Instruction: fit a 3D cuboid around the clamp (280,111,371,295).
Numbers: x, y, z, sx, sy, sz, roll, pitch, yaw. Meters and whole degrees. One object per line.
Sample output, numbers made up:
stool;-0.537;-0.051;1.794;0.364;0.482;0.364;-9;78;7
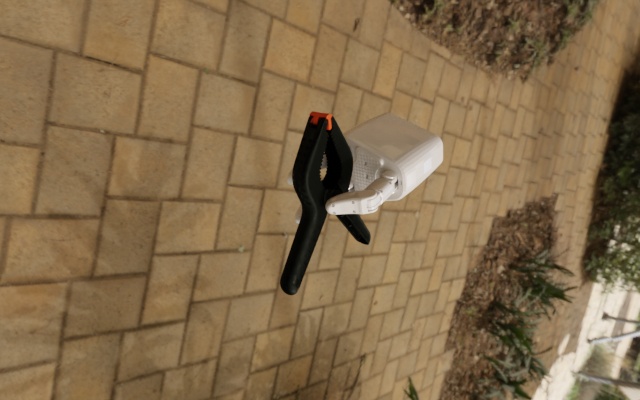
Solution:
clamp;0.001;0.001;0.572;0.036;0.210;0.164;16;36;37
